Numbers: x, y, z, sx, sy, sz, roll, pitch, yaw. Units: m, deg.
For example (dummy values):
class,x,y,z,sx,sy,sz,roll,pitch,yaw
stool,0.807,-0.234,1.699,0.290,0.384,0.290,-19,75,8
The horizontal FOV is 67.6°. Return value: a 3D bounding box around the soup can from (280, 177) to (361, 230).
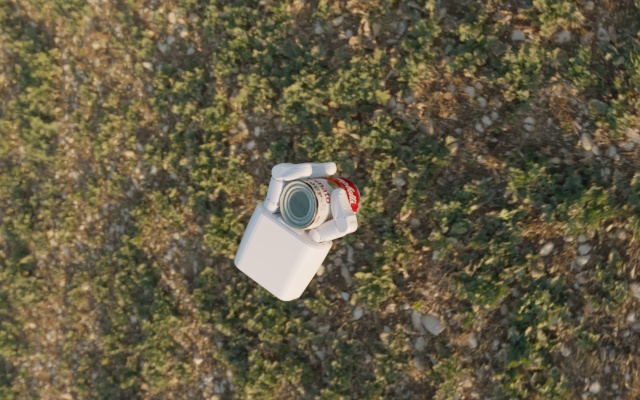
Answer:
class,x,y,z,sx,sy,sz,roll,pitch,yaw
soup can,0.000,0.002,0.669,0.068,0.068,0.102,0,4,38
